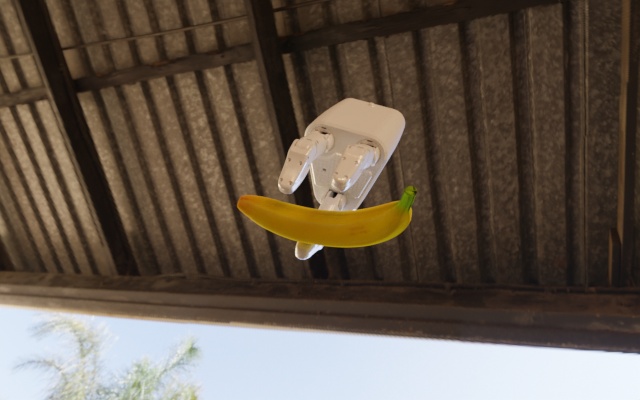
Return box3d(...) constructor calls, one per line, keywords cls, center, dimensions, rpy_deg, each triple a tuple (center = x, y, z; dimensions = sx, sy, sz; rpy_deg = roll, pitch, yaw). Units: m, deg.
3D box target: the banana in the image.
box3d(cls="banana", center=(0.009, 0.017, 0.478), dimensions=(0.198, 0.070, 0.037), rpy_deg=(-4, 30, 28))
